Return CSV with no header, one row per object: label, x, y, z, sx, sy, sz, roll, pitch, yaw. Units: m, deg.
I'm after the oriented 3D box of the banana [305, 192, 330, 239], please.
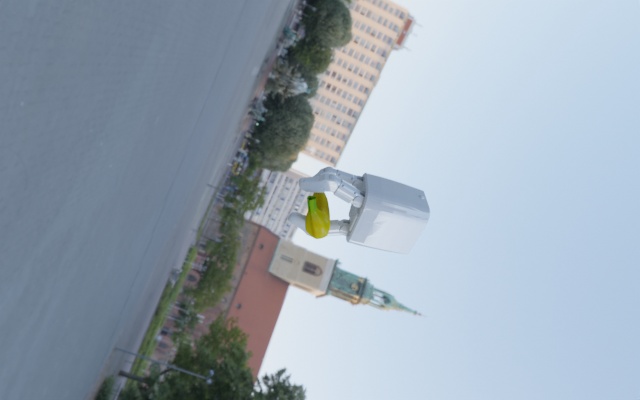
banana,-0.002,0.021,0.739,0.037,0.069,0.198,6,5,0
